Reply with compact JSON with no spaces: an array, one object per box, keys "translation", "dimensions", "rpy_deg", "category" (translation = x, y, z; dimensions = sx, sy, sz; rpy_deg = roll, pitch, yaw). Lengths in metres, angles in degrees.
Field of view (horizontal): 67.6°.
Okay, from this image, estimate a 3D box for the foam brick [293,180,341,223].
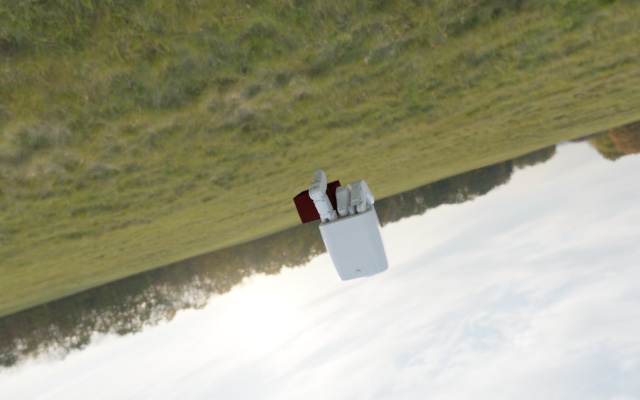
[{"translation":[0.000,0.003,0.857],"dimensions":[0.078,0.051,0.053],"rpy_deg":[-16,10,26],"category":"foam brick"}]
